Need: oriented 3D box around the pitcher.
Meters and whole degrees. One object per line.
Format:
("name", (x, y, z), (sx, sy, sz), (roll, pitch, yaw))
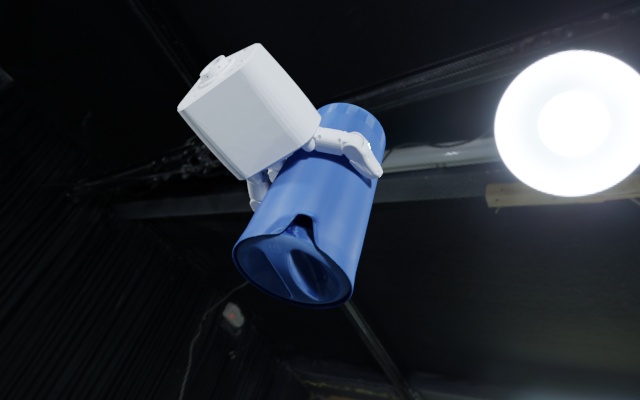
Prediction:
("pitcher", (0.000, 0.002, 0.580), (0.149, 0.242, 0.145), (-17, -53, 38))
